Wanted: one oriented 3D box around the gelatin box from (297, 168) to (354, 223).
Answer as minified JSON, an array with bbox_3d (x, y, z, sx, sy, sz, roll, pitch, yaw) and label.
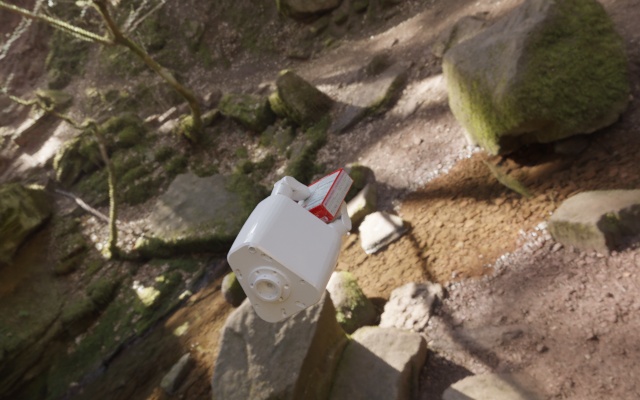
[{"bbox_3d":[0.000,0.002,0.669,0.073,0.030,0.089,-27,24,40],"label":"gelatin box"}]
